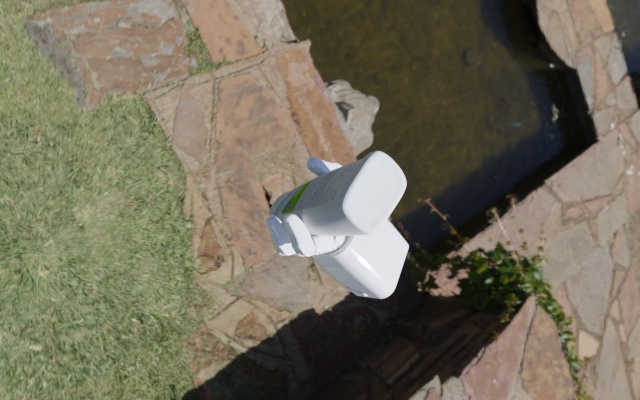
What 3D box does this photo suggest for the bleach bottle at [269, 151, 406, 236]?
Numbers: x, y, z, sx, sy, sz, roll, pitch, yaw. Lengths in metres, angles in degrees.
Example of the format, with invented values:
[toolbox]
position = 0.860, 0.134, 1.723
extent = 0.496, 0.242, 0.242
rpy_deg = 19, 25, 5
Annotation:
[bleach bottle]
position = 0.000, 0.002, 0.659
extent = 0.068, 0.102, 0.251
rpy_deg = 45, -25, -20
